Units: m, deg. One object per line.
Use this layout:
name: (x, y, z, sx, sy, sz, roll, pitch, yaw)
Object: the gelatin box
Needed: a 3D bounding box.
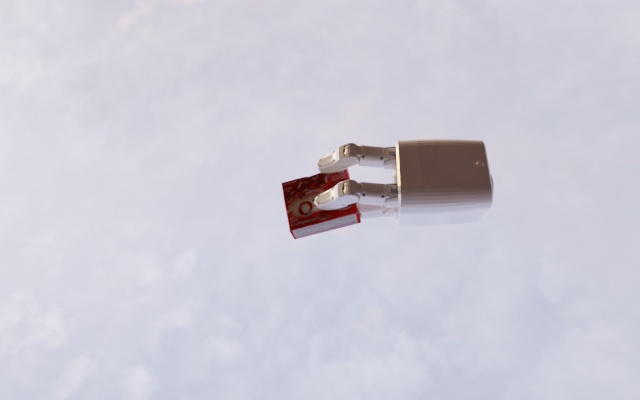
gelatin box: (0.000, 0.002, 0.604, 0.089, 0.073, 0.030, -15, -32, 4)
